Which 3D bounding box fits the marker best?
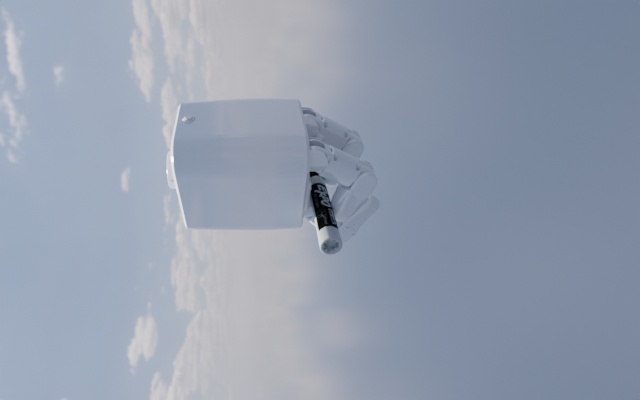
[{"bbox_3d":[0.000,0.001,0.433,0.020,0.020,0.121,0,37,-10],"label":"marker"}]
